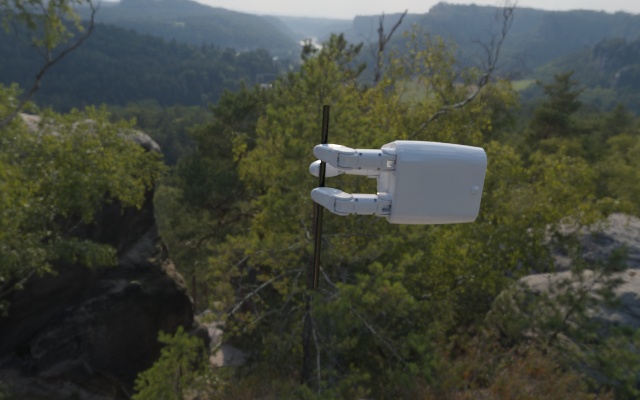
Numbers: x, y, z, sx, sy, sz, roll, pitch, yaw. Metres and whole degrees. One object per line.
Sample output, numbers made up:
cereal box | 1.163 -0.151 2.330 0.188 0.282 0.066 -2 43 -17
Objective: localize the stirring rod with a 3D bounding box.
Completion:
stirring rod | 0.000 0.002 0.602 0.011 0.240 0.011 3 19 -1
